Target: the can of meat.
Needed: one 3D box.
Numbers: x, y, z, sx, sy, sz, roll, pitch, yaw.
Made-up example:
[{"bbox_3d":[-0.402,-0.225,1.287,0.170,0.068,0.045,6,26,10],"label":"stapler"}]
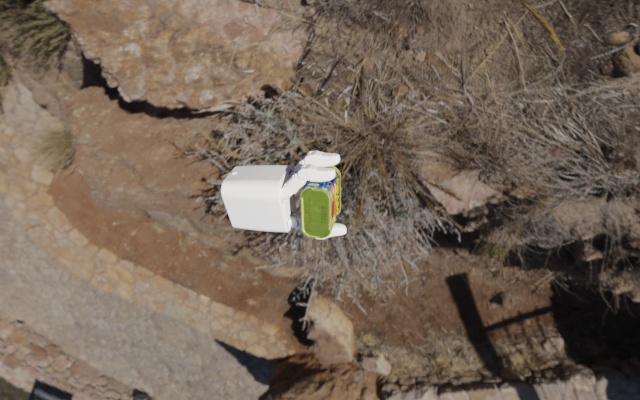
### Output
[{"bbox_3d":[0.000,0.003,0.813,0.057,0.102,0.084,5,29,10],"label":"can of meat"}]
